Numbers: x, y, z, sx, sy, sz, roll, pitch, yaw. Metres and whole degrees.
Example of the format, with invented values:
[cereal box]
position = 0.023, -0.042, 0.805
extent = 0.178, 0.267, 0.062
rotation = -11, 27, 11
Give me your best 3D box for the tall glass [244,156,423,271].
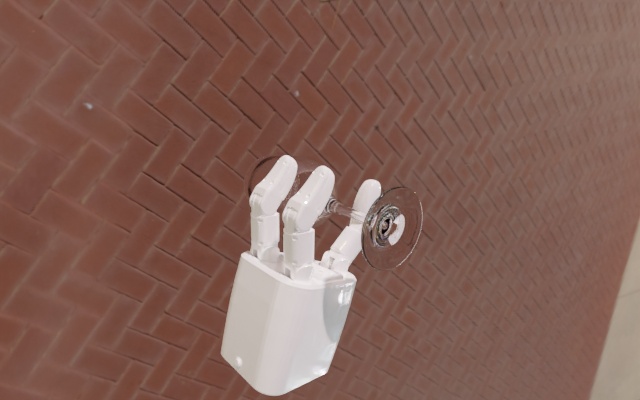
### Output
[tall glass]
position = 0.001, 0.002, 0.477
extent = 0.079, 0.079, 0.201
rotation = 0, 14, -40
